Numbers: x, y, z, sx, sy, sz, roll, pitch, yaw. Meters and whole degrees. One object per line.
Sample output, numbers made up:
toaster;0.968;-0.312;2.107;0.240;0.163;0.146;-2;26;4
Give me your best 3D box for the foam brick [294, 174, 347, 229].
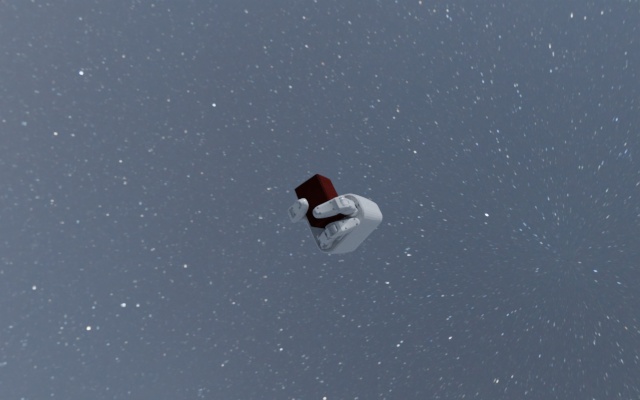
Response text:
foam brick;0.000;0.002;0.829;0.053;0.078;0.051;-31;-19;21
